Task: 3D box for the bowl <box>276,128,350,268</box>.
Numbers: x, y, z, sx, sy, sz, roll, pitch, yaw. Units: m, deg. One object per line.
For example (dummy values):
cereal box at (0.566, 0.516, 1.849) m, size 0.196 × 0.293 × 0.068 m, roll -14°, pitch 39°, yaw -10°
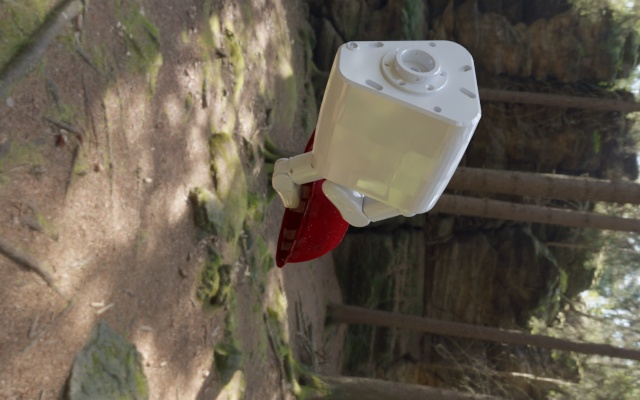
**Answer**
bowl at (0.000, 0.002, 0.523) m, size 0.055 × 0.162 × 0.162 m, roll 17°, pitch -3°, yaw -11°
